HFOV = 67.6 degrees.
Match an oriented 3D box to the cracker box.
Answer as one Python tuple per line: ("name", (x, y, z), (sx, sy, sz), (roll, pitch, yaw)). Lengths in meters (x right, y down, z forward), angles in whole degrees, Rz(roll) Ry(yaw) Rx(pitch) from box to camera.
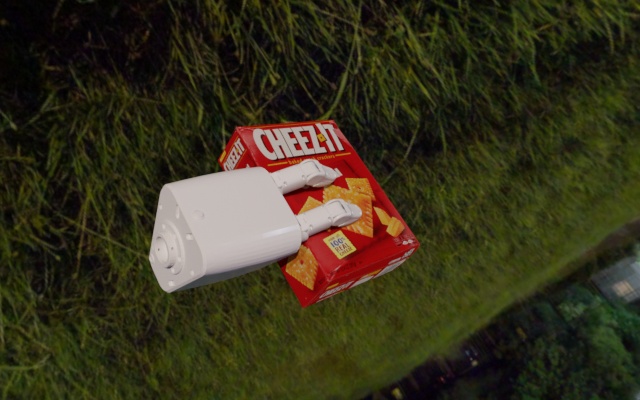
("cracker box", (0.000, 0.002, 0.582), (0.164, 0.213, 0.072), (-13, -28, -42))
